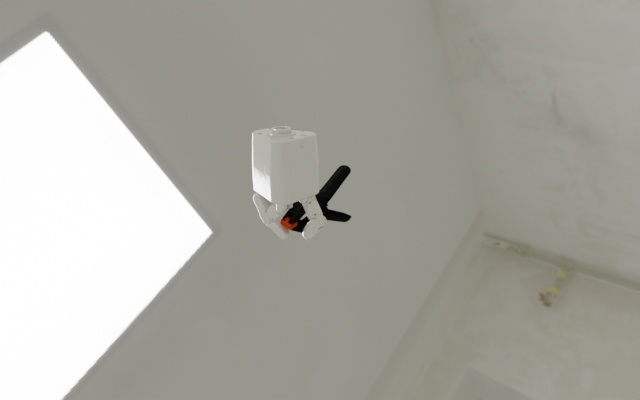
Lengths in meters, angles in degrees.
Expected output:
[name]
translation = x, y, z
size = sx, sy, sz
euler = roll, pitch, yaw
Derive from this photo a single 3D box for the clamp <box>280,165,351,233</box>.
[clamp]
translation = 0.000, 0.003, 0.884
size = 0.039, 0.120, 0.171
euler = 16, 25, 40
